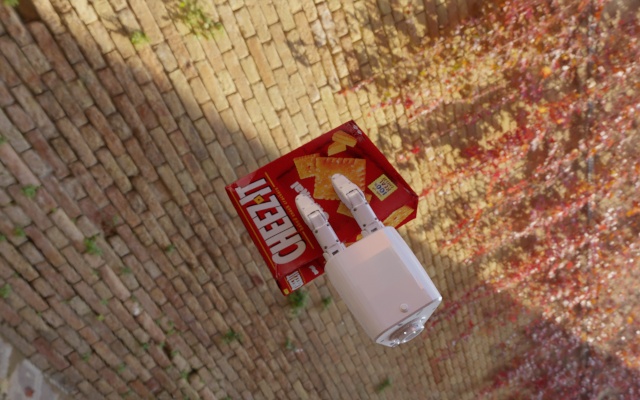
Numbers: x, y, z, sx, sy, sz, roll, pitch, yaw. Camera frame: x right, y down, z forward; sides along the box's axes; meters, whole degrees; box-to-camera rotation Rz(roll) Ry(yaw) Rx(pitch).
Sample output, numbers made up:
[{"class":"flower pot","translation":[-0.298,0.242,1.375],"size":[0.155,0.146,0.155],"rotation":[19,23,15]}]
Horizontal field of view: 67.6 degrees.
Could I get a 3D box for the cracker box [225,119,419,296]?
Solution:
[{"class":"cracker box","translation":[0.000,0.002,0.658],"size":[0.213,0.164,0.072],"rotation":[-29,-29,-10]}]
